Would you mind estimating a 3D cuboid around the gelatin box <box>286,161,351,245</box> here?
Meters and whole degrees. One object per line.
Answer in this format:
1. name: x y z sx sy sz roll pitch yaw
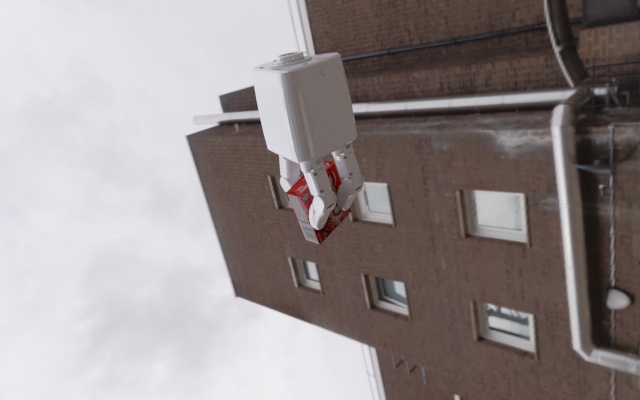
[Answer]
1. gelatin box: 0.000 0.002 0.637 0.030 0.089 0.073 16 49 40
